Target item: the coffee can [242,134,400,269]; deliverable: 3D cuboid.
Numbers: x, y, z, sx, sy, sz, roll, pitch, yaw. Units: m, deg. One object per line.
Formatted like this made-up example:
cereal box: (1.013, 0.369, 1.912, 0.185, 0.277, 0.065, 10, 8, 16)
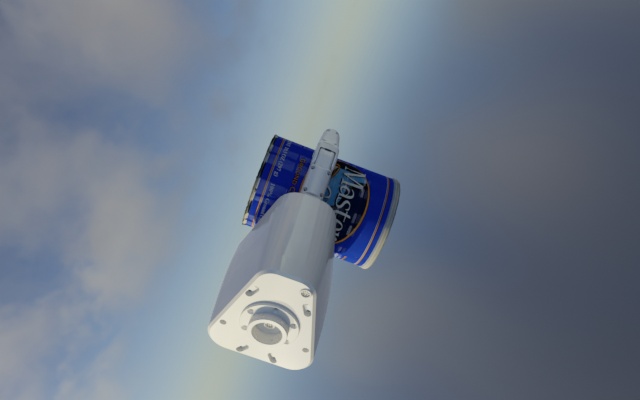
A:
coffee can: (0.000, 0.002, 0.511, 0.140, 0.103, 0.103, 20, -2, -4)
